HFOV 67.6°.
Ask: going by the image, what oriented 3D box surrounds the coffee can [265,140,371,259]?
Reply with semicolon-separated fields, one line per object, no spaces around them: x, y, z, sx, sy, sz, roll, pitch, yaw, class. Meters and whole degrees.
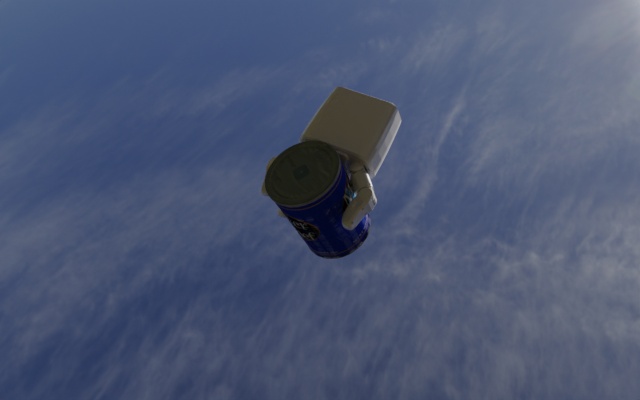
0.000;0.002;0.654;0.103;0.102;0.140;0;-34;26;coffee can
